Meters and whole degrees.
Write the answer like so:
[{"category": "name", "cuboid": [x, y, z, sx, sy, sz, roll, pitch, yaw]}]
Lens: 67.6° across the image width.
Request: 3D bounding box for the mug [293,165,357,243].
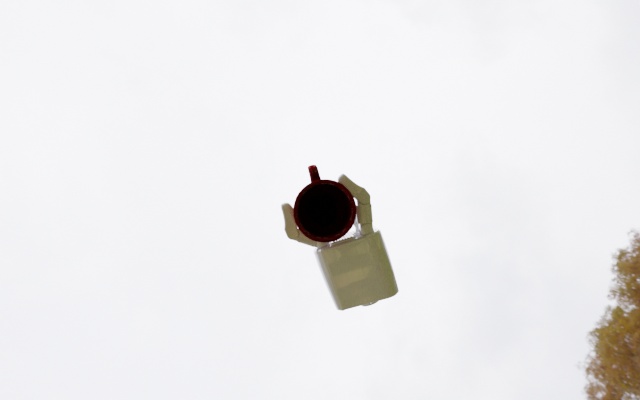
[{"category": "mug", "cuboid": [0.000, 0.001, 0.734, 0.093, 0.117, 0.081, -18, 4, -3]}]
